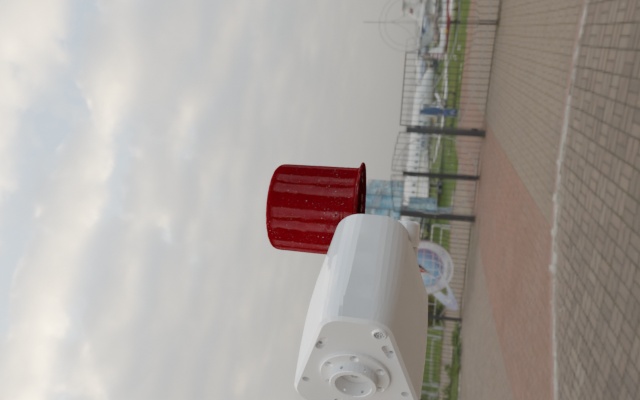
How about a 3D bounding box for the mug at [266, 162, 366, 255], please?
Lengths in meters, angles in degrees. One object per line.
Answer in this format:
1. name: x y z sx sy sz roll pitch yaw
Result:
1. mug: 0.000 0.001 0.457 0.081 0.093 0.117 4 36 10
